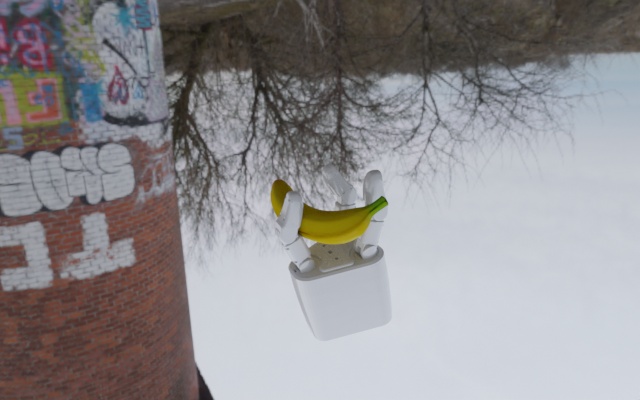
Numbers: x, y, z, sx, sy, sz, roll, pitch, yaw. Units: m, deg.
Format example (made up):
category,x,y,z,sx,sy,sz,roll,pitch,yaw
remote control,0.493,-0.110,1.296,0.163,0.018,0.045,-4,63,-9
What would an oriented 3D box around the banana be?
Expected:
category,x,y,z,sx,sy,sz,roll,pitch,yaw
banana,-0.009,0.015,0.576,0.198,0.037,0.069,13,52,45
